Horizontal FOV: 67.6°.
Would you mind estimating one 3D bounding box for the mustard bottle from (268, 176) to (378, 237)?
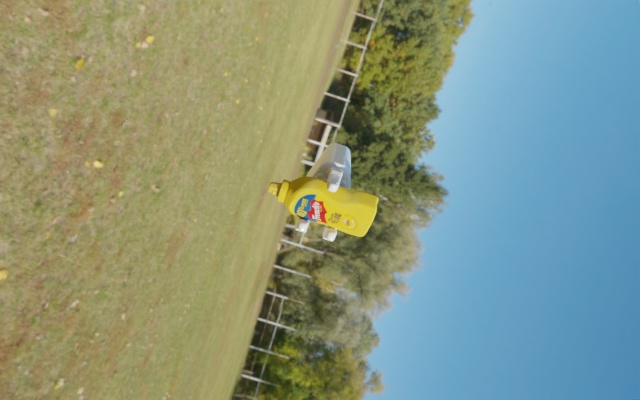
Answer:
[{"bbox_3d":[0.000,0.003,0.856,0.191,0.058,0.096,18,-36,-3],"label":"mustard bottle"}]
